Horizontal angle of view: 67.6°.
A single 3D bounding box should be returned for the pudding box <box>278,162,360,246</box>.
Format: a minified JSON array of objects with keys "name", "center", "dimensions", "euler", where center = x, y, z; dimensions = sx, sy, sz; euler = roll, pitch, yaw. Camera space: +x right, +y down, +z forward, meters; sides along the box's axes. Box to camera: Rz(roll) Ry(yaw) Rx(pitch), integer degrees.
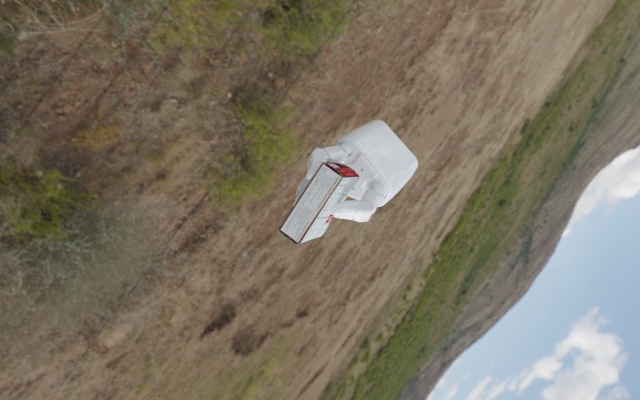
[{"name":"pudding box","center":[0.000,0.002,0.648],"dimensions":[0.039,0.113,0.090],"euler":[35,13,14]}]
